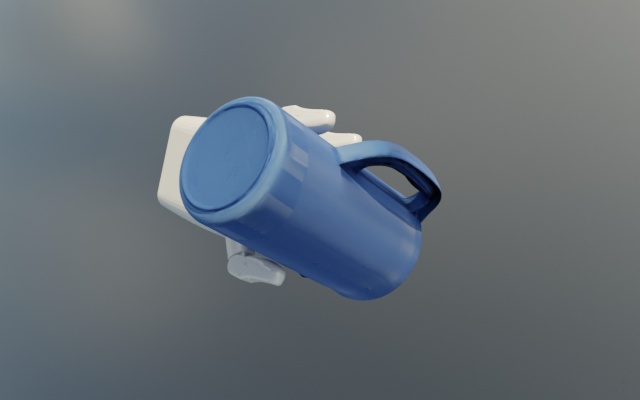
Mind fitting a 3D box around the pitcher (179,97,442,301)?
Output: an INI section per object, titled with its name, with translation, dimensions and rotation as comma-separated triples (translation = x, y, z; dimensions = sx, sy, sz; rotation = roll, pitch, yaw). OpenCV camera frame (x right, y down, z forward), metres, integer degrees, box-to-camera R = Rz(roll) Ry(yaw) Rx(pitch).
[pitcher]
translation = 0.000, 0.001, 0.447
dimensions = 0.145, 0.149, 0.243
rotation = 18, -9, 38
